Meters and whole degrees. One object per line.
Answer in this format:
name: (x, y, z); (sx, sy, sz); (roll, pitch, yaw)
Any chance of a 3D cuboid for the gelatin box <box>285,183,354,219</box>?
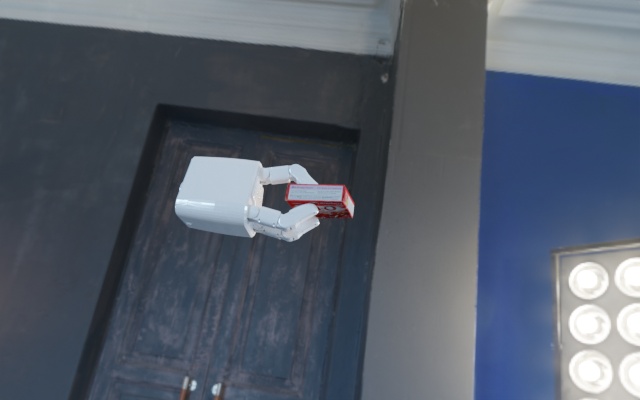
gelatin box: (0.000, 0.002, 0.715); (0.089, 0.030, 0.073); (1, -21, 16)
